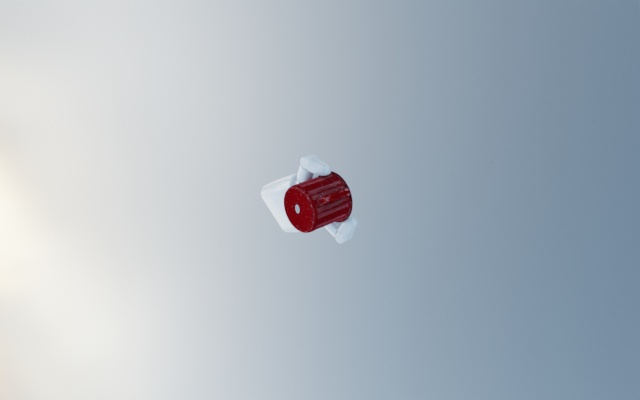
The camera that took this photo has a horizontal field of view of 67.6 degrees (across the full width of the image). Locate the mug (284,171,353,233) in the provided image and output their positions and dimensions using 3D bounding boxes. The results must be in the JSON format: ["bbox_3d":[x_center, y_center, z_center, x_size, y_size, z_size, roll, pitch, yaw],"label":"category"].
[{"bbox_3d":[0.001,0.002,0.786,0.081,0.093,0.117,-21,3,-39],"label":"mug"}]
